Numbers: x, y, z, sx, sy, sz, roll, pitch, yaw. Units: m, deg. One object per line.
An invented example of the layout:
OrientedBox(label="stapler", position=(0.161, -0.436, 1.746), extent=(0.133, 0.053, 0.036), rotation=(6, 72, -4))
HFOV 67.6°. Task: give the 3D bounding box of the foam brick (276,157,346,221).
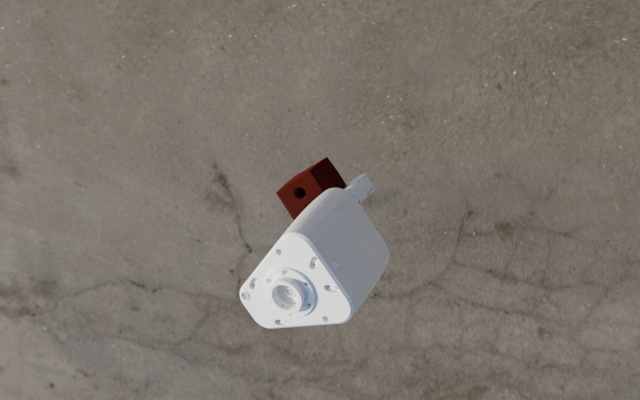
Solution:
OrientedBox(label="foam brick", position=(0.000, 0.001, 0.525), extent=(0.053, 0.078, 0.051), rotation=(-31, 6, 32))
